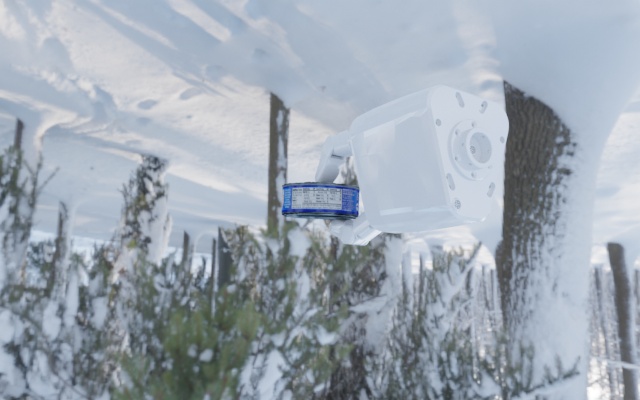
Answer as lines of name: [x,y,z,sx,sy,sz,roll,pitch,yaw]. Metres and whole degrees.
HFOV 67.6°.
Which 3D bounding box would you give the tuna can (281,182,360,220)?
tuna can: [0.000,0.002,0.520,0.086,0.033,0.086,2,-5,0]
